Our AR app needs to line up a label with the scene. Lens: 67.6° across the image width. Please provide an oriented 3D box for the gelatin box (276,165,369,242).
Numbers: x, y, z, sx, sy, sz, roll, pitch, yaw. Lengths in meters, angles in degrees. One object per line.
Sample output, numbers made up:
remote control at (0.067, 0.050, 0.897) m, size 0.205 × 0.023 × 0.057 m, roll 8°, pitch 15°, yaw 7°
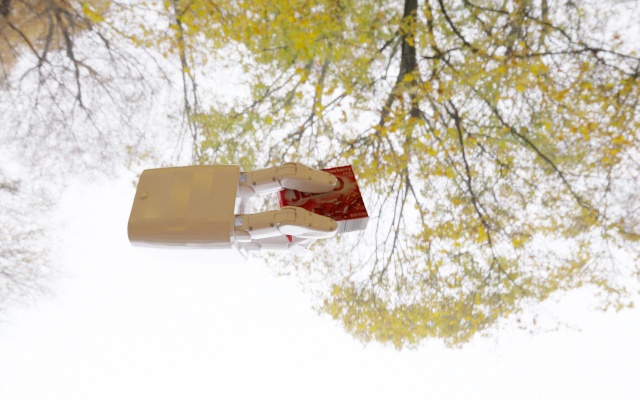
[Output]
gelatin box at (0.000, 0.002, 0.521) m, size 0.089 × 0.073 × 0.030 m, roll -9°, pitch -35°, yaw -11°
